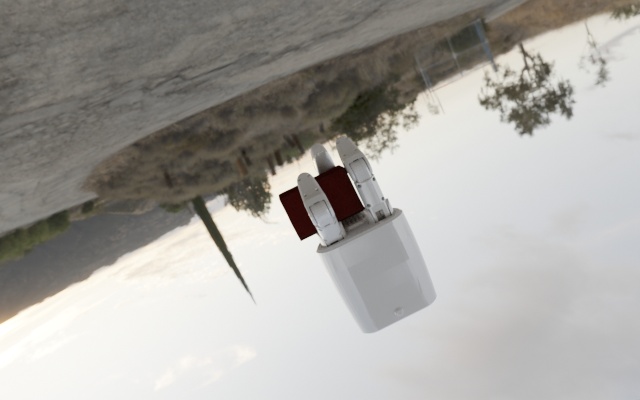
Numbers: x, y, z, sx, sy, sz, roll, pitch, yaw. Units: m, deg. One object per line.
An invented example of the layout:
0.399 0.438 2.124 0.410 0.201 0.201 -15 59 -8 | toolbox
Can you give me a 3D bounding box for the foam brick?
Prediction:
0.000 0.002 0.516 0.078 0.051 0.053 -26 8 0 | foam brick
